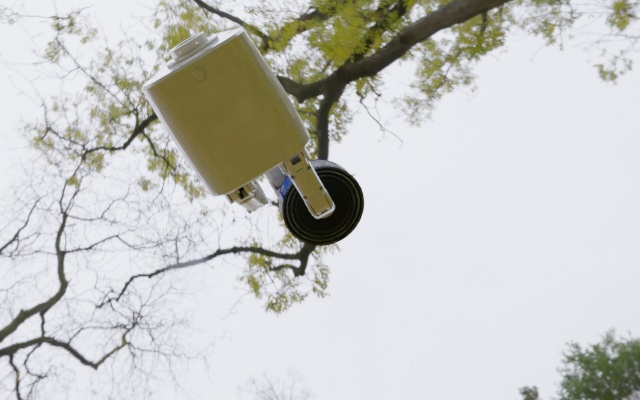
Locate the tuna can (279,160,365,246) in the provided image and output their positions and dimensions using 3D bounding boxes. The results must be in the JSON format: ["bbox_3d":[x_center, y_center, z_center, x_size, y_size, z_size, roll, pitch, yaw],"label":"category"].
[{"bbox_3d":[0.000,0.001,0.497,0.086,0.086,0.033,0,20,-14],"label":"tuna can"}]
